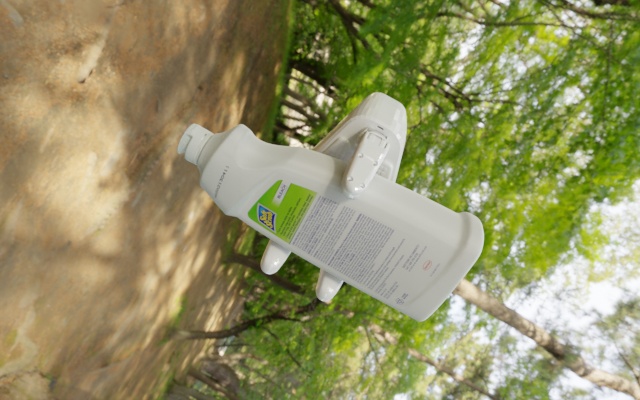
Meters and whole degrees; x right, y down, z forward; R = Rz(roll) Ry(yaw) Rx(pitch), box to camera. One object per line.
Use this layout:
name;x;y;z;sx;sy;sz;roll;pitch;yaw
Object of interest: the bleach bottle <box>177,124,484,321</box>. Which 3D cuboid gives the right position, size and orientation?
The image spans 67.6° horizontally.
bleach bottle;0.000;0.001;0.402;0.251;0.103;0.068;29;28;-1
